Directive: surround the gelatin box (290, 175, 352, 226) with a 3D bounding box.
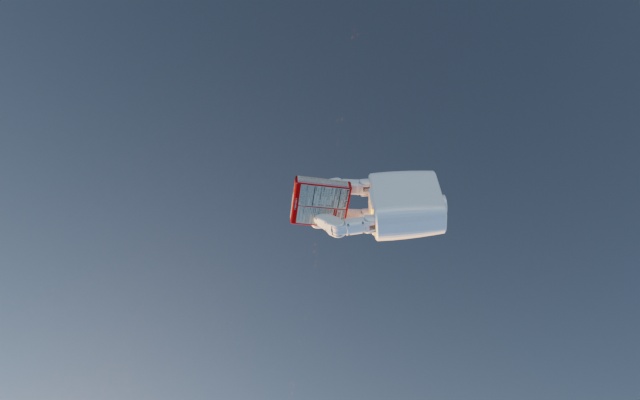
[{"bbox_3d":[0.000,0.003,0.751,0.089,0.073,0.030,5,28,-8],"label":"gelatin box"}]
